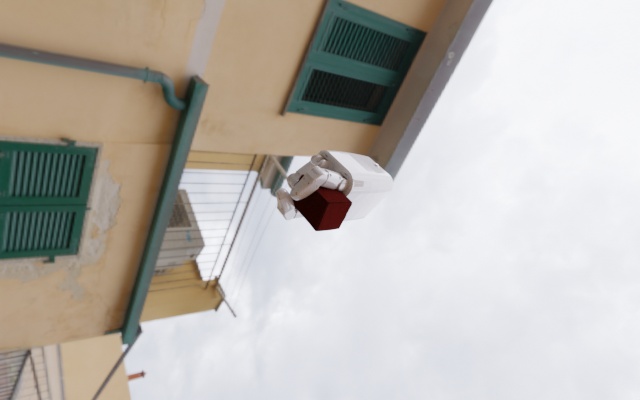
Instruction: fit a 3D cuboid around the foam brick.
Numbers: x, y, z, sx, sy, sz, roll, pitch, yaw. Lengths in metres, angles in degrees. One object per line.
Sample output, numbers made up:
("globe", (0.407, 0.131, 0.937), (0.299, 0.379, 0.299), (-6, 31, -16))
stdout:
("foam brick", (0.000, 0.003, 0.727), (0.051, 0.053, 0.078), (0, 36, -42))
